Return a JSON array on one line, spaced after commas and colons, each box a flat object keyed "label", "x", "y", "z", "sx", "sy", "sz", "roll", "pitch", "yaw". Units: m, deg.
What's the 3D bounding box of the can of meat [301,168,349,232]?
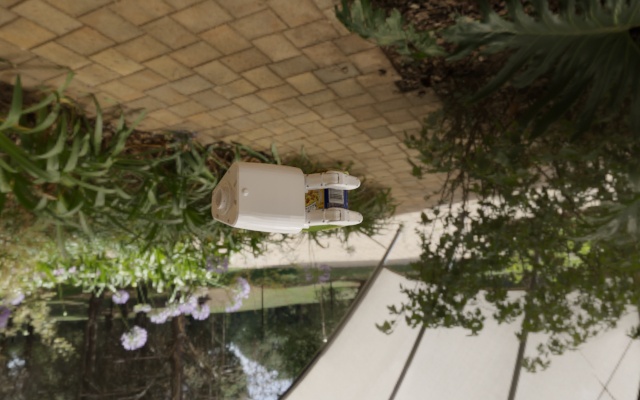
[{"label": "can of meat", "x": 0.000, "y": 0.003, "z": 0.762, "sx": 0.057, "sy": 0.084, "sz": 0.102, "roll": 7, "pitch": -15, "yaw": -35}]
